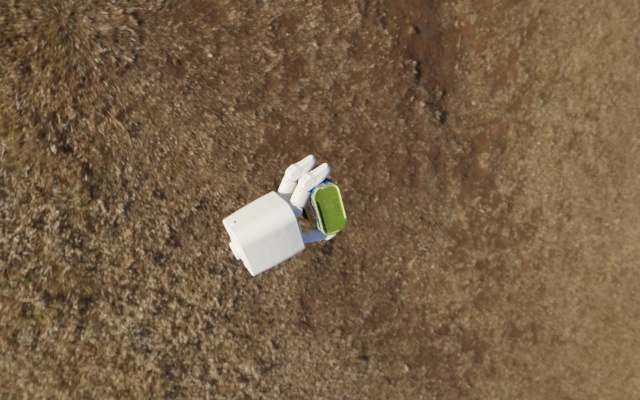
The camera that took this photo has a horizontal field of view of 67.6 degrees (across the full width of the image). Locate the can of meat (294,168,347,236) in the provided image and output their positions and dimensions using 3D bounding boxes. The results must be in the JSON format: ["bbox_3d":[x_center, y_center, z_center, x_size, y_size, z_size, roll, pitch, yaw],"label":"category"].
[{"bbox_3d":[0.000,0.003,0.854,0.057,0.102,0.084,-25,29,-17],"label":"can of meat"}]
